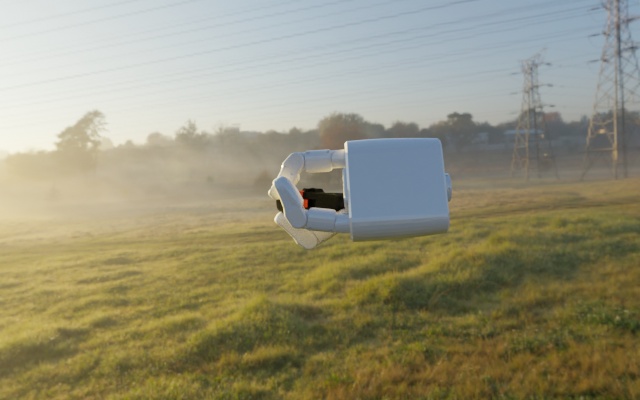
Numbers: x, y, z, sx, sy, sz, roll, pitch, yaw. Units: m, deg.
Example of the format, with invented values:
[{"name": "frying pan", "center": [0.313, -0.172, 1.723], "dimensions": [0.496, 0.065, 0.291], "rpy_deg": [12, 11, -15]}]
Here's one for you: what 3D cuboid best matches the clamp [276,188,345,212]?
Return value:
[{"name": "clamp", "center": [0.000, 0.001, 0.617], "dimensions": [0.120, 0.039, 0.171], "rpy_deg": [-4, 3, 3]}]
